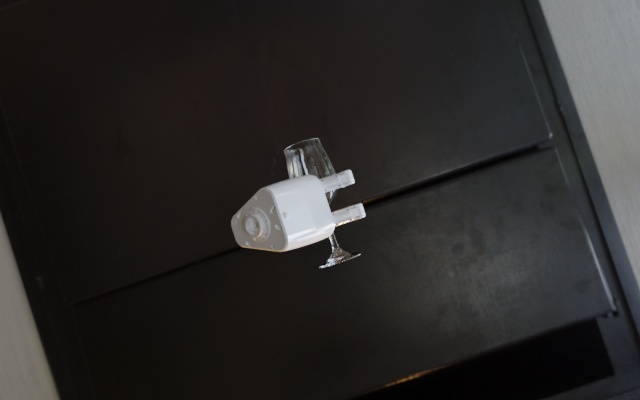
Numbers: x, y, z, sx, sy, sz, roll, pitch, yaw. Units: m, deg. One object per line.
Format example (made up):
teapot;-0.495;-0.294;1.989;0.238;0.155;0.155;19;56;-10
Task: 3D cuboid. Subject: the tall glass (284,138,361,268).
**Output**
tall glass;0.000;0.003;0.778;0.079;0.201;0.079;-18;-2;-1
